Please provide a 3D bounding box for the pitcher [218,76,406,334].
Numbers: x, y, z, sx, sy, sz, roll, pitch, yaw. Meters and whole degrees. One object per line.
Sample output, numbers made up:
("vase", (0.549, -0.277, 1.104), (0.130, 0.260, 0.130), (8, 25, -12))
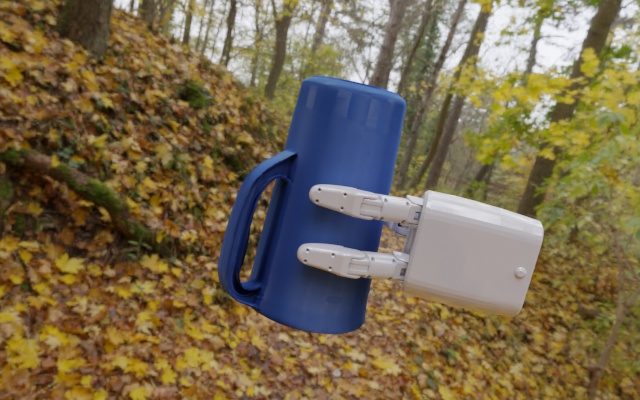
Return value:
("pitcher", (0.000, 0.002, 0.489), (0.145, 0.243, 0.149), (14, 9, 10))
